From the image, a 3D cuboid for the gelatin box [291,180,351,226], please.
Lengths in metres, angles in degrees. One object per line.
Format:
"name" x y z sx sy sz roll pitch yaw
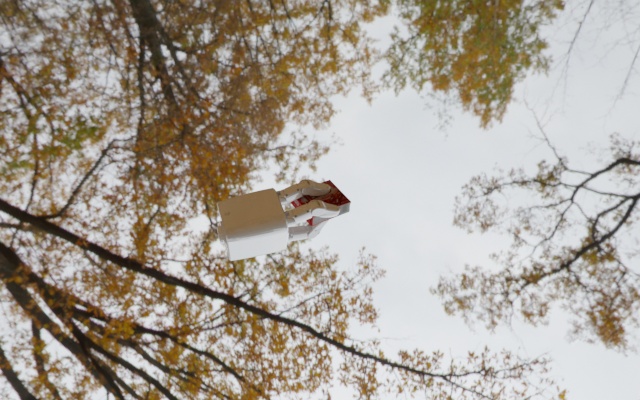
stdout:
"gelatin box" 0.000 0.003 0.888 0.089 0.030 0.073 -19 47 -26
